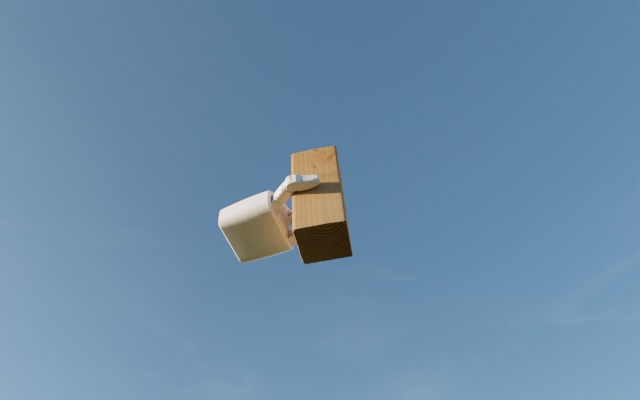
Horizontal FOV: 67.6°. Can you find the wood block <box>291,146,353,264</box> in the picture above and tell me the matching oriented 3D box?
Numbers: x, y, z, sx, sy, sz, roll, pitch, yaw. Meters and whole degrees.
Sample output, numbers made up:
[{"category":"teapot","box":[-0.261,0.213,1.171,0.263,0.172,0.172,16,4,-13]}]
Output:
[{"category":"wood block","box":[0.000,0.003,0.867,0.090,0.091,0.206,-10,42,4]}]
